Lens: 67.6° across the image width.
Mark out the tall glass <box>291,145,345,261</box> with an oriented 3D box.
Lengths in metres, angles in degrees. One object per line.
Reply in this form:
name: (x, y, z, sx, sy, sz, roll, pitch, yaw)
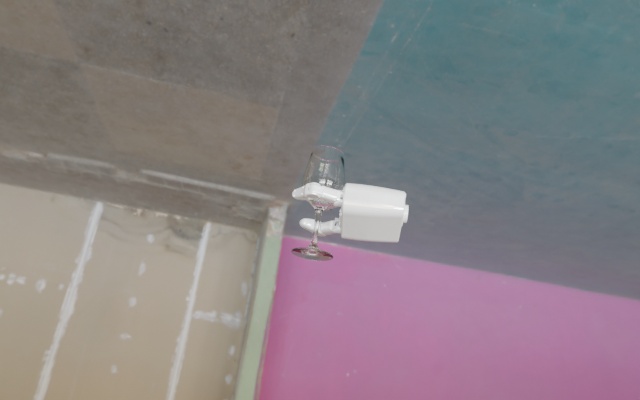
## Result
tall glass: (0.000, 0.003, 0.866, 0.079, 0.201, 0.079, 8, -21, 3)
